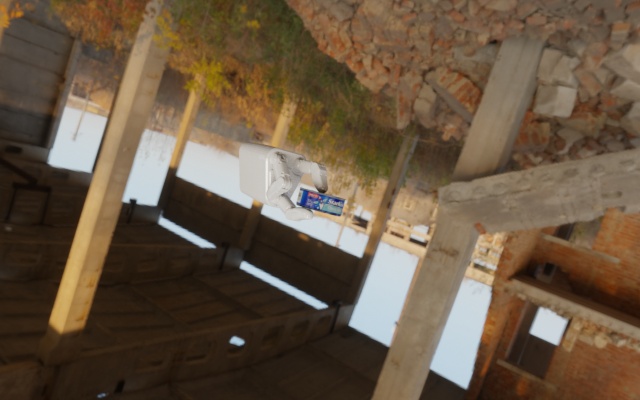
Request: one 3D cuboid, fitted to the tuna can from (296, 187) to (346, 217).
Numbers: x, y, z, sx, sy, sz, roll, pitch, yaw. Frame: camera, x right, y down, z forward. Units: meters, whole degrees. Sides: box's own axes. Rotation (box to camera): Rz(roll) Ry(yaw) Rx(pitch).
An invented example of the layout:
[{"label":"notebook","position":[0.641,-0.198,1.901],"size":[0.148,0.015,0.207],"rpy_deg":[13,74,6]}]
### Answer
[{"label":"tuna can","position":[0.000,0.003,0.857],"size":[0.086,0.034,0.086],"rpy_deg":[15,0,0]}]
